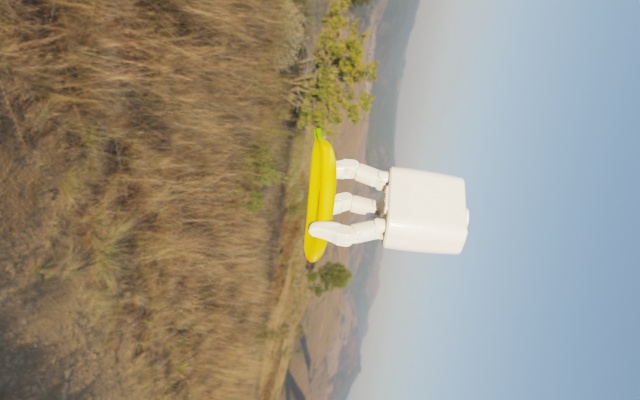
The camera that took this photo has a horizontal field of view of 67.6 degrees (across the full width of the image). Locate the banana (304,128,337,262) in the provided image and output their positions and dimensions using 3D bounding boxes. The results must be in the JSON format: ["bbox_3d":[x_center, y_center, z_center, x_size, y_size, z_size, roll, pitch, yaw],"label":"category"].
[{"bbox_3d":[0.000,0.004,0.659,0.037,0.198,0.069,5,16,-1],"label":"banana"}]
